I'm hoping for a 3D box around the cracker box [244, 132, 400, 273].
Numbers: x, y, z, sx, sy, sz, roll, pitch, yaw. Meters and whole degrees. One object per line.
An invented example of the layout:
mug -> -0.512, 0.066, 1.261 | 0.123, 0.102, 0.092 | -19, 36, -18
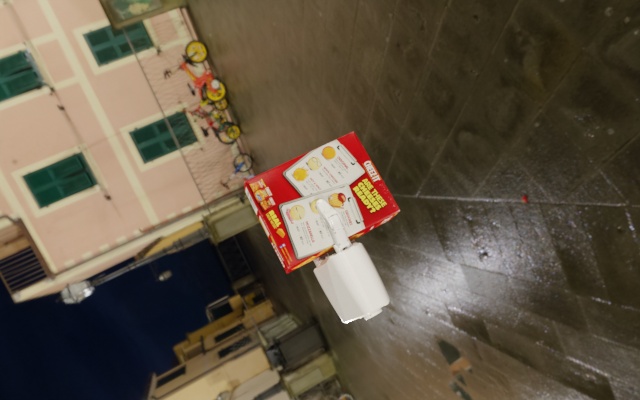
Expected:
cracker box -> 0.000, 0.003, 0.820 | 0.213, 0.164, 0.072 | -26, -11, -14
